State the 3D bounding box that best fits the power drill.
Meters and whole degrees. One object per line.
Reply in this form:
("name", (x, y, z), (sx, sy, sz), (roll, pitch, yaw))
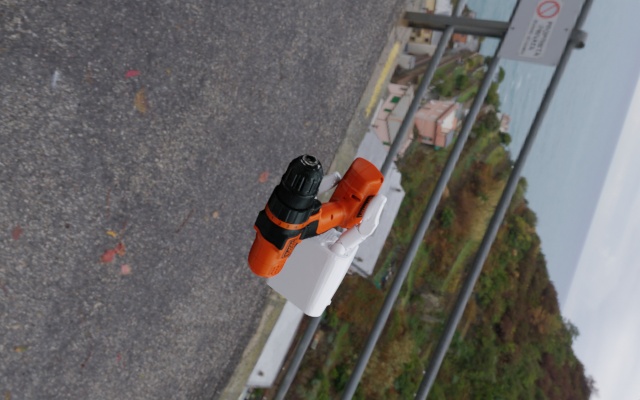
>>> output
("power drill", (0.000, 0.002, 0.607), (0.187, 0.184, 0.057), (-22, 60, -45))
